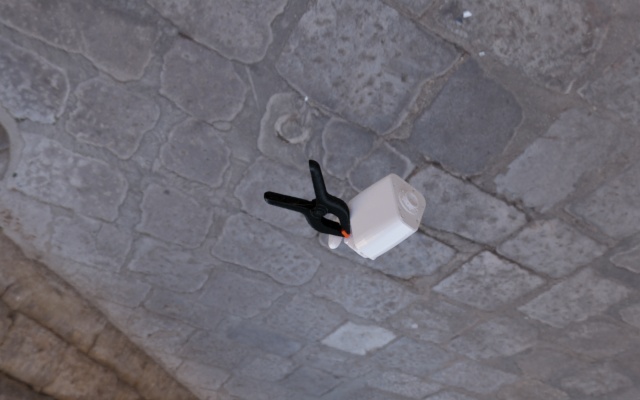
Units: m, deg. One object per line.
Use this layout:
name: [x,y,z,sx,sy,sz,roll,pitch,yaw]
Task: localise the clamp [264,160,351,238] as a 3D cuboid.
clamp: [0.000,0.003,0.836,0.171,0.039,0.120,32,-50,-25]
